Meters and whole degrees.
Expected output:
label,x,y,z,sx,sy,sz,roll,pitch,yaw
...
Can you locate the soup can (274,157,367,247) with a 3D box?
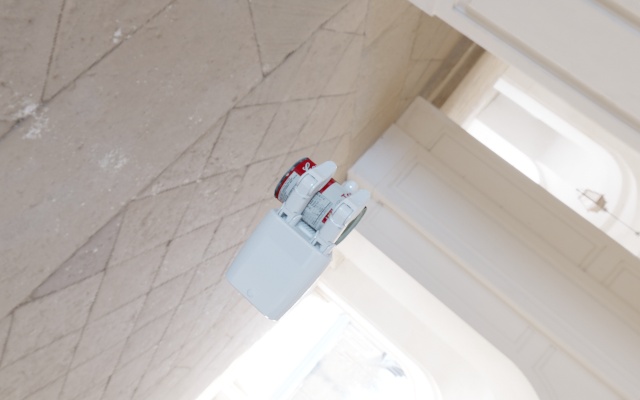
label,x,y,z,sx,sy,sz,roll,pitch,yaw
soup can,0.001,0.002,0.610,0.102,0.068,0.068,40,10,12
